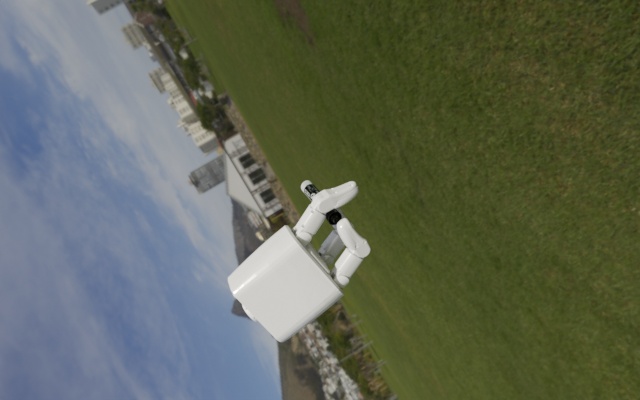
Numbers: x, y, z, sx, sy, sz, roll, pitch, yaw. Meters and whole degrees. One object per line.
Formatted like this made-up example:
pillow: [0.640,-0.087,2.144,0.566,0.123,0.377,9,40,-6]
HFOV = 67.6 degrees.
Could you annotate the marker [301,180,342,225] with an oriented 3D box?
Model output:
marker: [0.000,0.002,0.643,0.020,0.020,0.121,0,22,-21]
